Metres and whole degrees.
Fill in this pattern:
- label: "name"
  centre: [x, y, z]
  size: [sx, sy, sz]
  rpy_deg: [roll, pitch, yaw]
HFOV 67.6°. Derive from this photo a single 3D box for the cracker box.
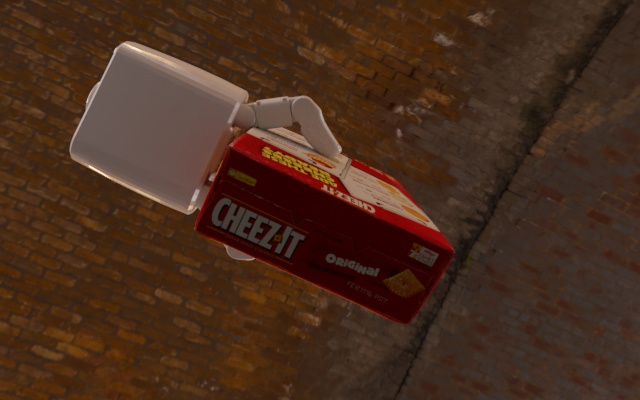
- label: "cracker box"
  centre: [0.000, 0.001, 0.410]
  size: [0.164, 0.072, 0.213]
  rpy_deg: [25, 13, -7]
